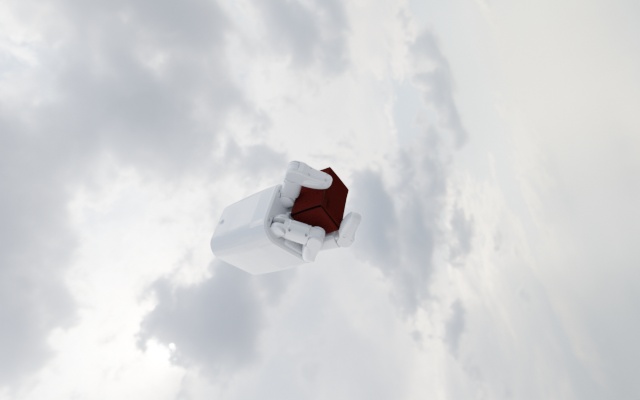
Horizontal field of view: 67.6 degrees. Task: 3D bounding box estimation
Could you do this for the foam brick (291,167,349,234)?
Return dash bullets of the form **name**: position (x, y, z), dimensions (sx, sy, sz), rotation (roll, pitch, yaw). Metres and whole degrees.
- **foam brick**: position (0.000, 0.002, 0.658), dimensions (0.051, 0.078, 0.053), rotation (-19, -53, 30)
